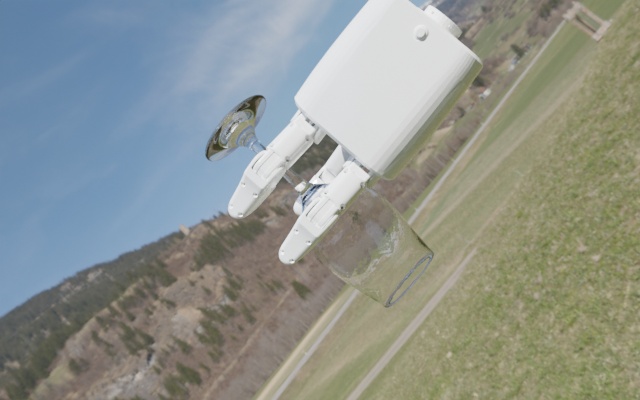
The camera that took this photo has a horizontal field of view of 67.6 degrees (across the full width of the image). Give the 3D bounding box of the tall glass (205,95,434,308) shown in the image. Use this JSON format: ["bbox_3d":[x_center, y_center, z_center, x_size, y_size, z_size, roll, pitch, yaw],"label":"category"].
[{"bbox_3d":[-0.001,0.001,0.409,0.201,0.079,0.079,42,5,6],"label":"tall glass"}]
